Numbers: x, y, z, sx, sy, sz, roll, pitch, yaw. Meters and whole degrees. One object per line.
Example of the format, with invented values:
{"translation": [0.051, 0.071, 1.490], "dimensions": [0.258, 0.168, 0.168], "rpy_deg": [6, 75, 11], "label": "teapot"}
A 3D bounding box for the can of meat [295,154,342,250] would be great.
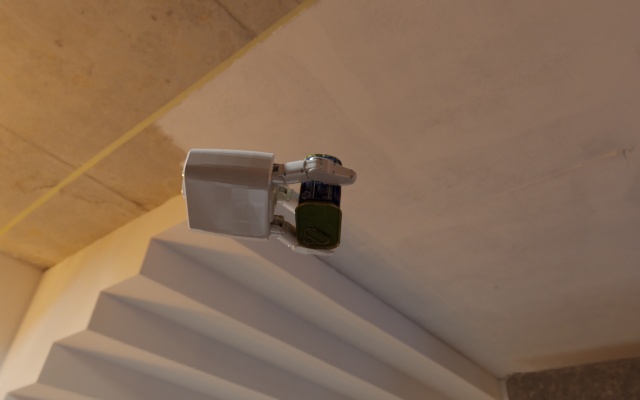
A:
{"translation": [0.000, 0.002, 0.622], "dimensions": [0.057, 0.084, 0.102], "rpy_deg": [3, -37, 2], "label": "can of meat"}
